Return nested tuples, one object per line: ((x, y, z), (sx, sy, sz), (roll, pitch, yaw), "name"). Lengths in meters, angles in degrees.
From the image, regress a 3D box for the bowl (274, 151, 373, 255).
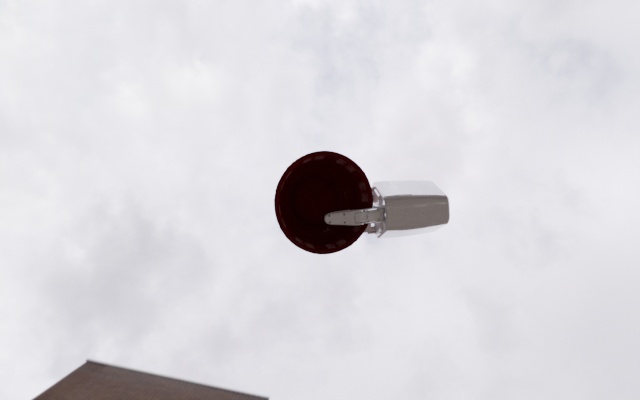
((-0.001, 0.002, 0.764), (0.162, 0.162, 0.055), (0, 3, -17), "bowl")
